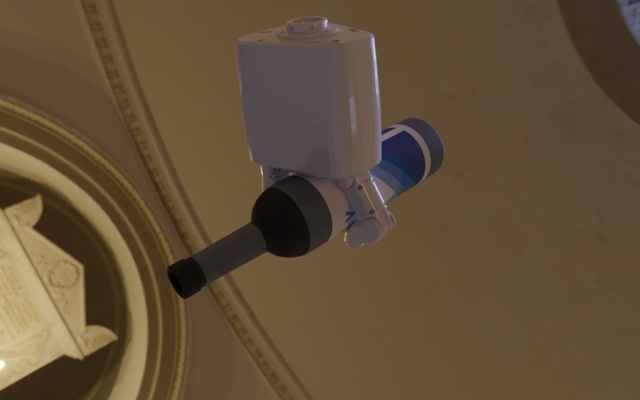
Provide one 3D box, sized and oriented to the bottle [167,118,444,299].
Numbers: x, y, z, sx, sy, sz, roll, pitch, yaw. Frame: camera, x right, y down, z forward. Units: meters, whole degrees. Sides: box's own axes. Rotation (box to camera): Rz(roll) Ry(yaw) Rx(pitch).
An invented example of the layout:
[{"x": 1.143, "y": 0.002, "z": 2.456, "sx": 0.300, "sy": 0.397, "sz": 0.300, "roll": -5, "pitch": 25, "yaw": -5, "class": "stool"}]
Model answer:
[{"x": 0.000, "y": 0.001, "z": 0.431, "sx": 0.295, "sy": 0.069, "sz": 0.069, "roll": -29, "pitch": 18, "yaw": -35, "class": "bottle"}]
